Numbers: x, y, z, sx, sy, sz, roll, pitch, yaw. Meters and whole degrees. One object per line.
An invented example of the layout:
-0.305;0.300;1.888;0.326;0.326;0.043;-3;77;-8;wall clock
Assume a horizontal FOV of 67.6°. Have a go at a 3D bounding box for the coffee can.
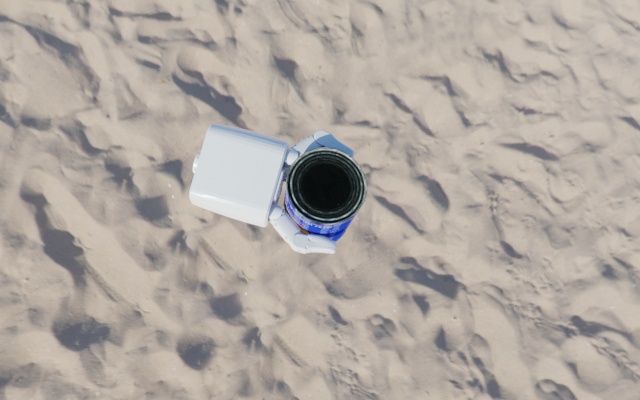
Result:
0.000;0.002;0.657;0.103;0.102;0.140;0;-18;-7;coffee can
